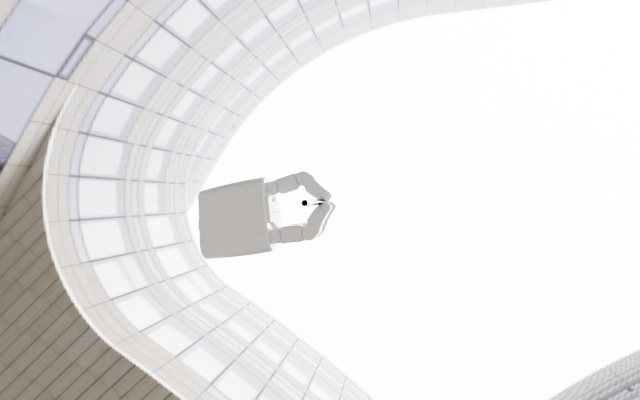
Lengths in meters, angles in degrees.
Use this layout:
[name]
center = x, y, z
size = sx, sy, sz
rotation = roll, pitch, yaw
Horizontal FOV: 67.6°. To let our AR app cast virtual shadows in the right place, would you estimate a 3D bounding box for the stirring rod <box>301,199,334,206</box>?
[stirring rod]
center = 0.000, 0.002, 0.674
size = 0.011, 0.011, 0.239
rotation = 0, 0, 9
